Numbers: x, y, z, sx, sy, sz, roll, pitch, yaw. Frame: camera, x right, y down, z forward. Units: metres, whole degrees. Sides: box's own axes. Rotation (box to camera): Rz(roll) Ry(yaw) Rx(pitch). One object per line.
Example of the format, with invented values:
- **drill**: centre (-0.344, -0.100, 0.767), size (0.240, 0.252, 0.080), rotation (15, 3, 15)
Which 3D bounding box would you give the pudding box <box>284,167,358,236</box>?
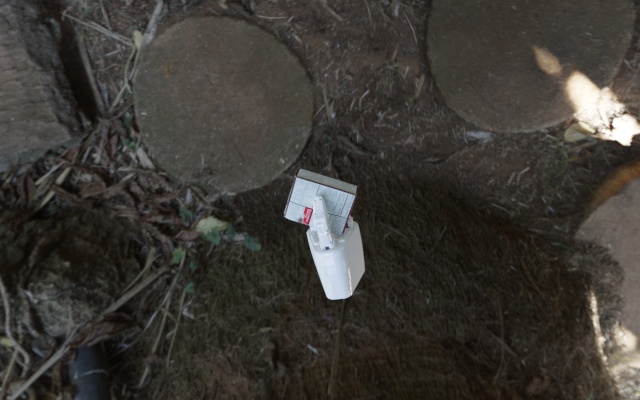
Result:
- **pudding box**: centre (0.000, 0.003, 0.836), size (0.113, 0.090, 0.039), rotation (17, 28, -2)
